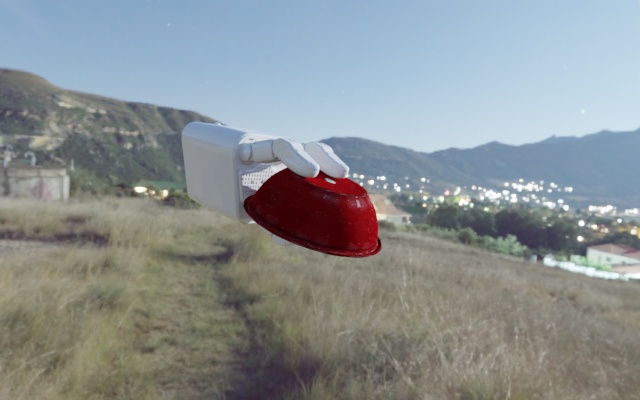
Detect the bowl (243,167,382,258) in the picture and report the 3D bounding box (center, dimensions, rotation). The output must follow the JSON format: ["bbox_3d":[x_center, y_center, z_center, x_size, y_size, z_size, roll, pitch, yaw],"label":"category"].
[{"bbox_3d":[0.001,0.002,0.528,0.162,0.055,0.162,18,16,-5],"label":"bowl"}]
